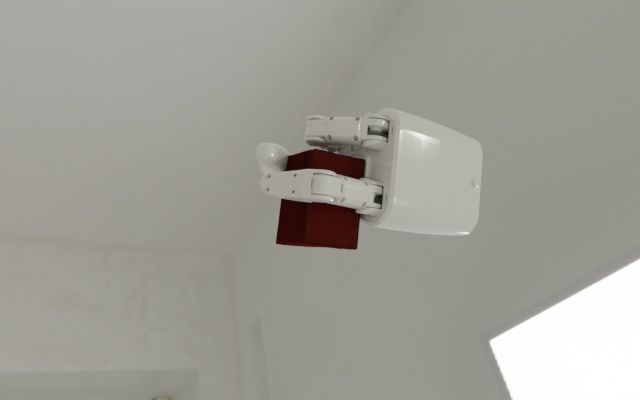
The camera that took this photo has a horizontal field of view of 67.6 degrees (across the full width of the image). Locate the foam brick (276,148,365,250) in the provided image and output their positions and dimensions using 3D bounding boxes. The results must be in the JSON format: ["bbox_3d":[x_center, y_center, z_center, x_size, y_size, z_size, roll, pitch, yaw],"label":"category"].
[{"bbox_3d":[0.000,0.002,0.401,0.051,0.078,0.053,10,-8,-30],"label":"foam brick"}]
